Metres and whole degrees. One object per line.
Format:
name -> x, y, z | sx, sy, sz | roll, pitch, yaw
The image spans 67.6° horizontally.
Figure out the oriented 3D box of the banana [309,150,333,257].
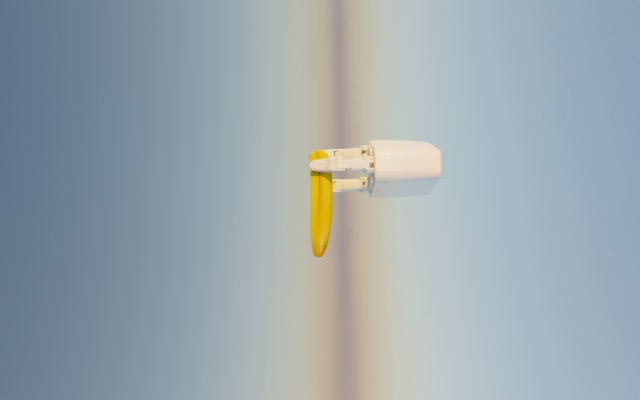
banana -> 0.001, -0.009, 0.782 | 0.037, 0.197, 0.070 | 0, -27, -3
